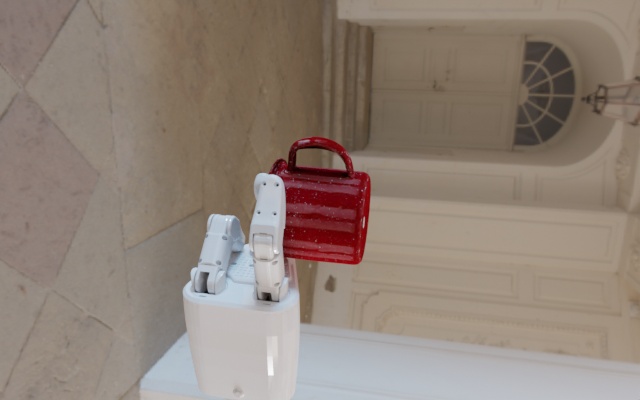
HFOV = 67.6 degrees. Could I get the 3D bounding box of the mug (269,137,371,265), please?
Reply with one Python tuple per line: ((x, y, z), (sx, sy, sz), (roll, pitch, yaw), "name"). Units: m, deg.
((0.000, 0.000, 0.414), (0.081, 0.117, 0.093), (6, 25, 10), "mug")
